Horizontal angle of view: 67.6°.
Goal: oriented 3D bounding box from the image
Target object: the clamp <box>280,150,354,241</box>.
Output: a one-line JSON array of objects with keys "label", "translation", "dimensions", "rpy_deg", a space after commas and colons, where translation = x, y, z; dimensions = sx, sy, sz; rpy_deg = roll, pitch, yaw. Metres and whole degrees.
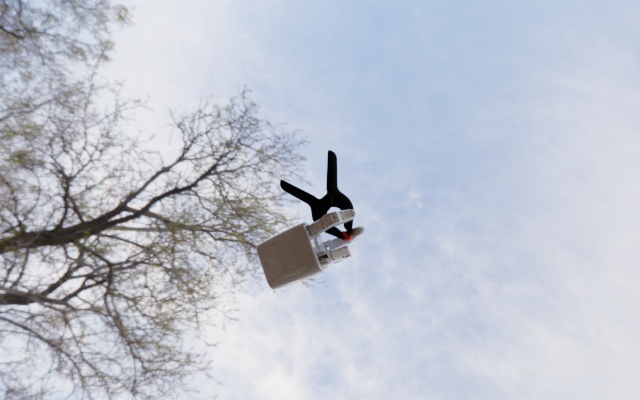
[{"label": "clamp", "translation": [0.000, 0.003, 0.889], "dimensions": [0.120, 0.171, 0.039], "rpy_deg": [-24, -14, 12]}]
